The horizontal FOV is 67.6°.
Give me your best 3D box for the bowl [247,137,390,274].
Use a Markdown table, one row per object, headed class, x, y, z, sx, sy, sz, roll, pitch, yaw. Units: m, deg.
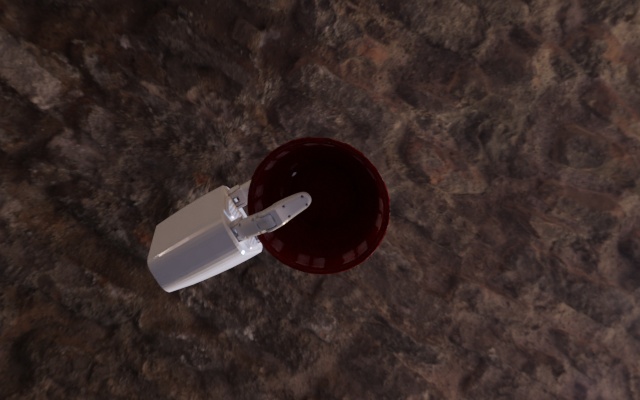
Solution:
| class | x | y | z | sx | sy | sz | roll | pitch | yaw |
| --- | --- | --- | --- | --- | --- | --- | --- | --- | --- |
| bowl | 0.001 | 0.001 | 0.556 | 0.162 | 0.162 | 0.055 | 0 | 17 | 10 |
